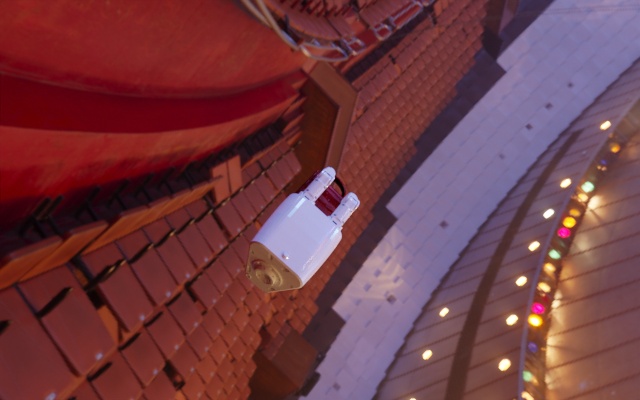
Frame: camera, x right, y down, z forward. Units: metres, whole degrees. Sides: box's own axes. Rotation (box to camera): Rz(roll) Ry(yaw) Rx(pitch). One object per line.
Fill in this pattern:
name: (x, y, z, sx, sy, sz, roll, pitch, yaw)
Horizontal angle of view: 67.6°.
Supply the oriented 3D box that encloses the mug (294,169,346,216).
mug: (0.001, 0.002, 0.788, 0.117, 0.081, 0.093, -49, 5, -36)
